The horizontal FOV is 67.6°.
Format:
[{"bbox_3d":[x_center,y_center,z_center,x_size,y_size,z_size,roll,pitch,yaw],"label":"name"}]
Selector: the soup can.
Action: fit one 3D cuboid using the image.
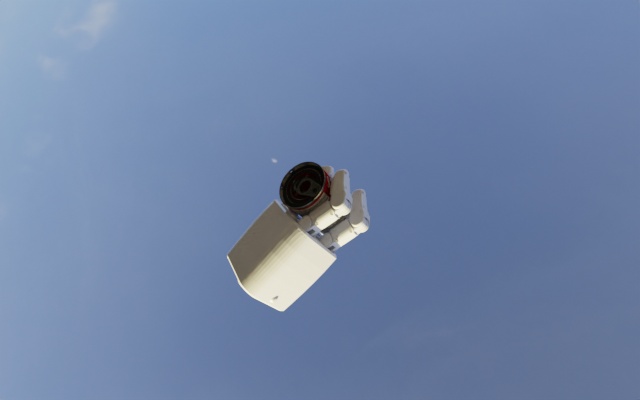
[{"bbox_3d":[0.001,0.002,0.647,0.068,0.068,0.102,0,-27,33],"label":"soup can"}]
